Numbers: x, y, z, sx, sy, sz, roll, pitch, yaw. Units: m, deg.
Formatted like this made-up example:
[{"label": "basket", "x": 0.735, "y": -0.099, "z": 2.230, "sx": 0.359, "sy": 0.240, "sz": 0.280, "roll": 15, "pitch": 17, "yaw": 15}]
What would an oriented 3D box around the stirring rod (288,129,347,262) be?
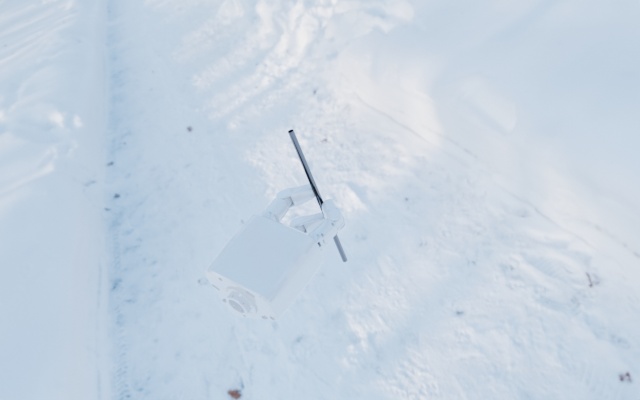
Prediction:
[{"label": "stirring rod", "x": 0.000, "y": 0.002, "z": 0.684, "sx": 0.011, "sy": 0.240, "sz": 0.011, "roll": -15, "pitch": 35, "yaw": 11}]
